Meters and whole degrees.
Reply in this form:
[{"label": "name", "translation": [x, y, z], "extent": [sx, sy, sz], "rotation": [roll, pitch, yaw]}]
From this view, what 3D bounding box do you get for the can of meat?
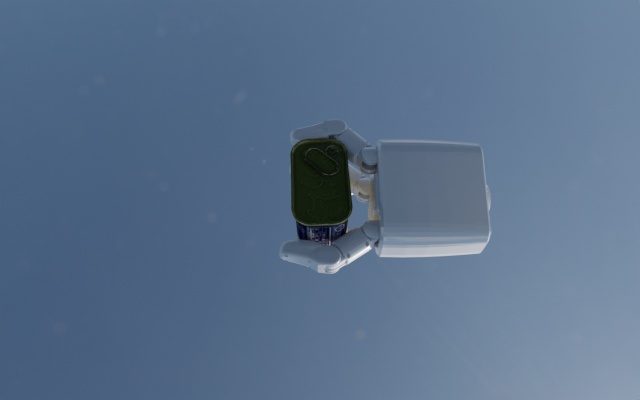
[{"label": "can of meat", "translation": [0.000, 0.002, 0.495], "extent": [0.057, 0.102, 0.084], "rotation": [-3, -33, -1]}]
